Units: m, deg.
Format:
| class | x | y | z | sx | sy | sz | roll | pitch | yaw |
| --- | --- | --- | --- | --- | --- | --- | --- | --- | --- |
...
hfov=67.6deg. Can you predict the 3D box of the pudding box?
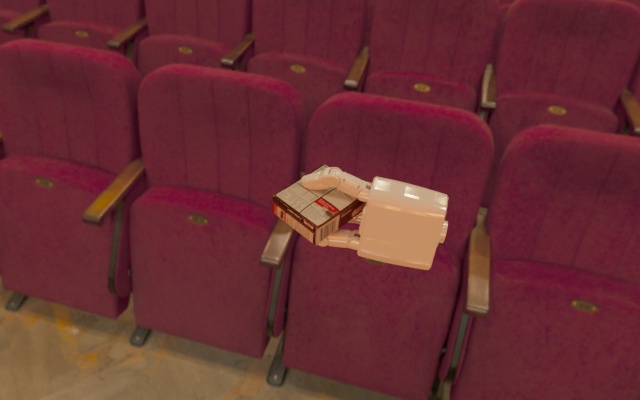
| class | x | y | z | sx | sy | sz | roll | pitch | yaw |
| --- | --- | --- | --- | --- | --- | --- | --- | --- | --- |
| pudding box | 0.000 | 0.002 | 0.692 | 0.090 | 0.039 | 0.113 | 35 | 49 | 28 |
